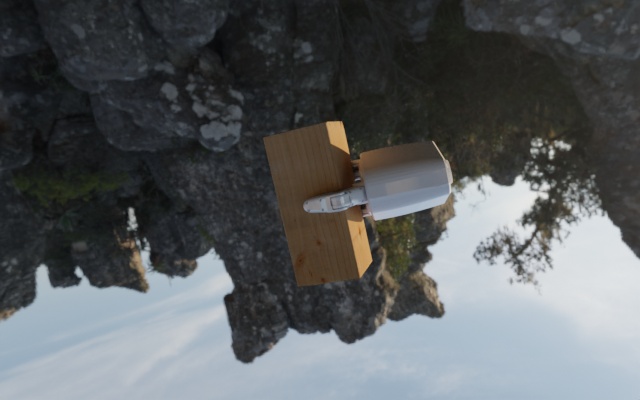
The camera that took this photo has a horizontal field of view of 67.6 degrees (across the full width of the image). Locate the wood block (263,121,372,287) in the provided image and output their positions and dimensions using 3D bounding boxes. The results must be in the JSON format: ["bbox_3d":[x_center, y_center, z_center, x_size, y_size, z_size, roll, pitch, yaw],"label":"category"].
[{"bbox_3d":[0.000,0.002,0.658,0.090,0.206,0.091,-11,6,19],"label":"wood block"}]
